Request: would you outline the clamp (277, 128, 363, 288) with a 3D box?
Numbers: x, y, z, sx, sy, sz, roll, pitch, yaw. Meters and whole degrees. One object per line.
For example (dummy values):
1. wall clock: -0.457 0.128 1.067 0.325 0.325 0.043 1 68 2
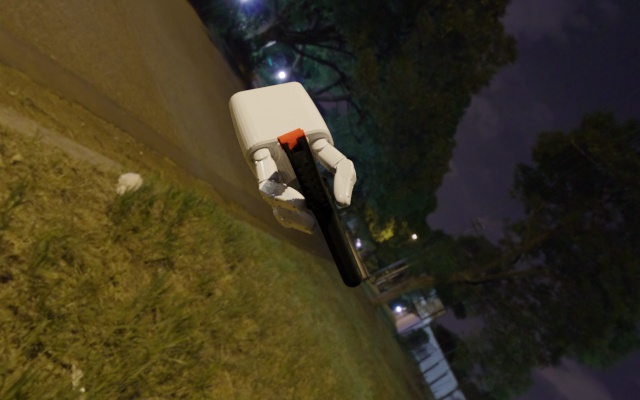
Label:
1. clamp: 0.001 0.001 0.563 0.036 0.164 0.210 -24 -34 0
